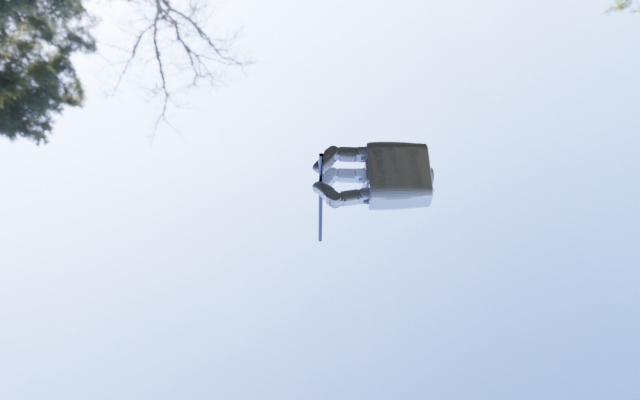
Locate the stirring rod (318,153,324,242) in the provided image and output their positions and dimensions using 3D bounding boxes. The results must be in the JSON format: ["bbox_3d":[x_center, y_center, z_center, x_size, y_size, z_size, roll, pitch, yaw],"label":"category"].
[{"bbox_3d":[0.000,0.003,0.853,0.011,0.011,0.240,0,-39,-1],"label":"stirring rod"}]
